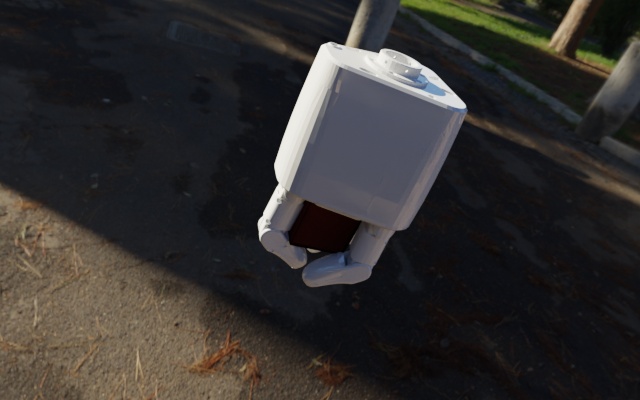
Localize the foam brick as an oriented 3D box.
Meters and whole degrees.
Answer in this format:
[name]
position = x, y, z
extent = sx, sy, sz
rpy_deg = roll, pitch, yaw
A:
[foam brick]
position = 0.000, 0.001, 0.425
extent = 0.053, 0.051, 0.078
rpy_deg = 13, 32, -22
